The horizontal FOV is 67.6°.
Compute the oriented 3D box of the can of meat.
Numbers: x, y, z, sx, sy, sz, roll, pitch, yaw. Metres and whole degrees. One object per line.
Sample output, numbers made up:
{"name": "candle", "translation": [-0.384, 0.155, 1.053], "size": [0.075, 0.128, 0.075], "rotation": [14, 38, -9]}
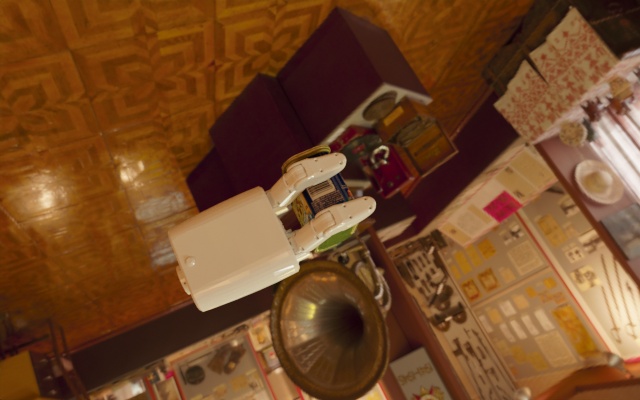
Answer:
{"name": "can of meat", "translation": [0.000, 0.002, 0.529], "size": [0.057, 0.084, 0.102], "rotation": [-23, -19, -13]}
